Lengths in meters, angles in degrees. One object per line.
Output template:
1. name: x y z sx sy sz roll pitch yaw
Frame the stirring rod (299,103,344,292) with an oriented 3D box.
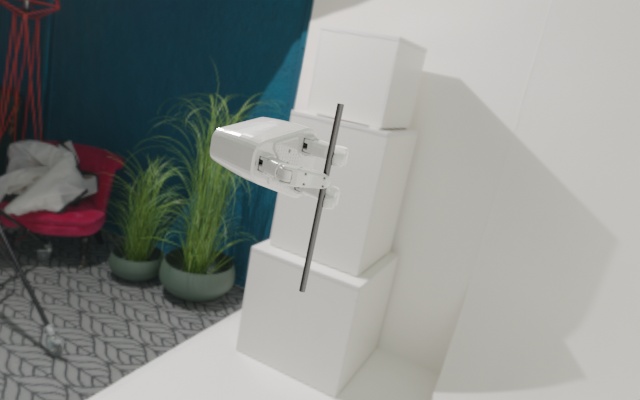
1. stirring rod: 0.000 0.002 0.585 0.011 0.239 0.011 11 14 -3
